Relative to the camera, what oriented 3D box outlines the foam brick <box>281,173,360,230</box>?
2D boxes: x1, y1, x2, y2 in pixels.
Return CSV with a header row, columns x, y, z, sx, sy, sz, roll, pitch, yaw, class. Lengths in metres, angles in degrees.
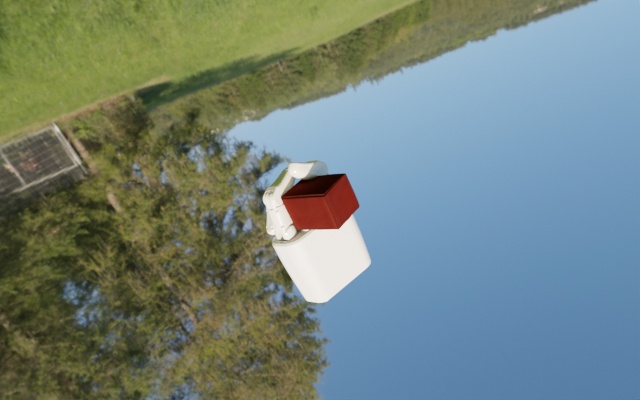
x,y,z,sx,sy,sz,roll,pitch,yaw,class
0.000,0.002,0.609,0.078,0.051,0.053,-3,31,44,foam brick
